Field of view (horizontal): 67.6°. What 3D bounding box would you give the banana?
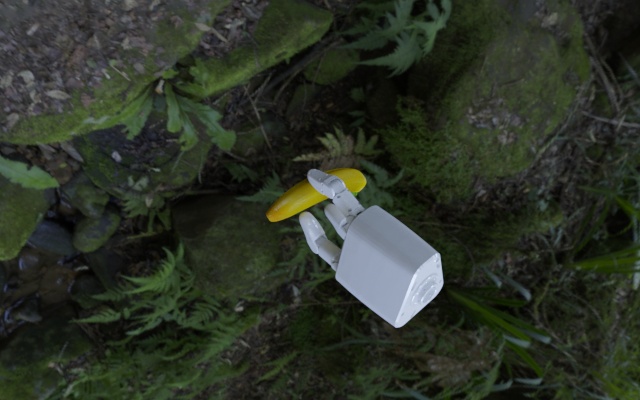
[{"bbox_3d":[0.009,-0.013,0.684,0.198,0.070,0.037,-14,47,-46],"label":"banana"}]
